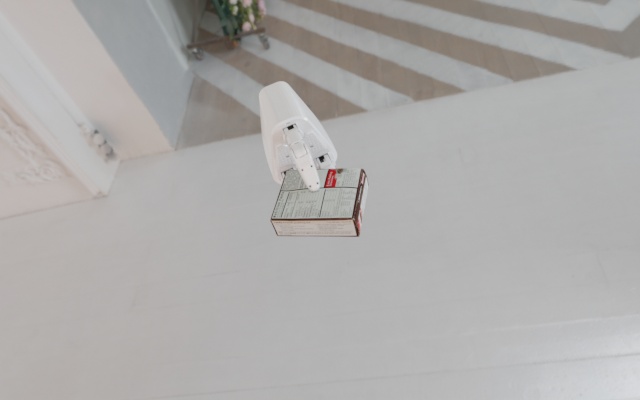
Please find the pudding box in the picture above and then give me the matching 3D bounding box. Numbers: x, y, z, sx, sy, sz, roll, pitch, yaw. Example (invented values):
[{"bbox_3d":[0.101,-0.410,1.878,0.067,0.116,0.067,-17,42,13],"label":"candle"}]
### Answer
[{"bbox_3d":[0.000,0.002,0.618,0.113,0.090,0.039,-2,-41,19],"label":"pudding box"}]
